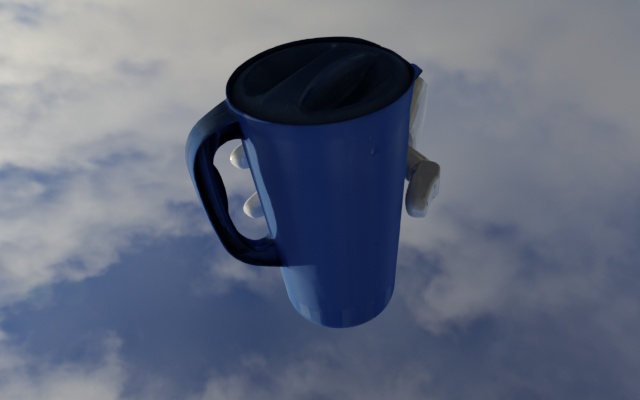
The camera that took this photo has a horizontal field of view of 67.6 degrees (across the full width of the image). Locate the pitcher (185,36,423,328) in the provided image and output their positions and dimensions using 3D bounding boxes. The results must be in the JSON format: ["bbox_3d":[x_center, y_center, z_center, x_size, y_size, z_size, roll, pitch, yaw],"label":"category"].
[{"bbox_3d":[0.000,0.001,0.405,0.149,0.243,0.145,7,42,16],"label":"pitcher"}]
